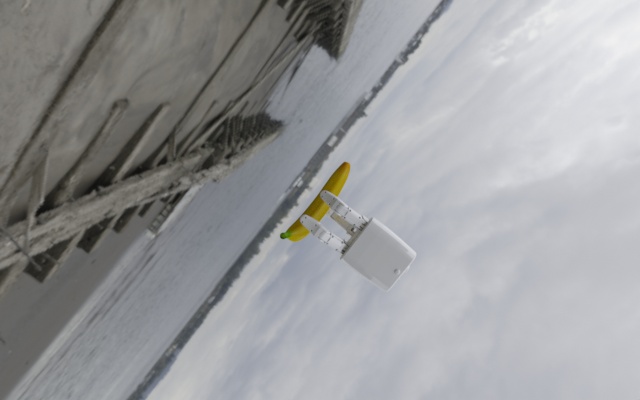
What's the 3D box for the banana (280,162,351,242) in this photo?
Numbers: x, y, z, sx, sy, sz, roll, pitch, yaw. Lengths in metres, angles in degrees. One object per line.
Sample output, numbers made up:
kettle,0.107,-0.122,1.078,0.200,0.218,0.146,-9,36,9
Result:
banana,-0.004,0.011,0.908,0.037,0.197,0.070,37,-18,7
